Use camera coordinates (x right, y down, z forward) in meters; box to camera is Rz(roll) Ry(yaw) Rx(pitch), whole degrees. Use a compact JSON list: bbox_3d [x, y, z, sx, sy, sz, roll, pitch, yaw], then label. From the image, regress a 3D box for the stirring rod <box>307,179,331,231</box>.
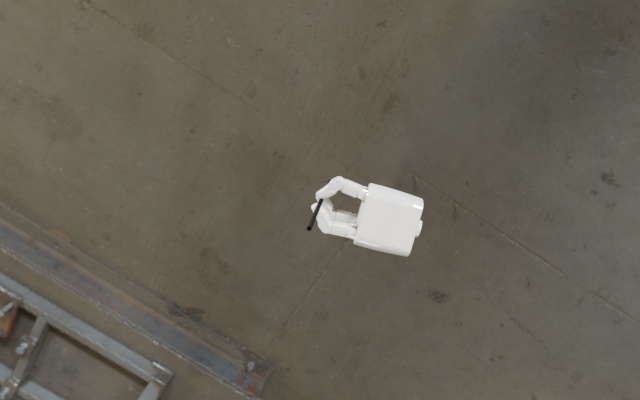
[{"bbox_3d":[0.000,0.003,0.889,0.011,0.011,0.239,0,21,10],"label":"stirring rod"}]
